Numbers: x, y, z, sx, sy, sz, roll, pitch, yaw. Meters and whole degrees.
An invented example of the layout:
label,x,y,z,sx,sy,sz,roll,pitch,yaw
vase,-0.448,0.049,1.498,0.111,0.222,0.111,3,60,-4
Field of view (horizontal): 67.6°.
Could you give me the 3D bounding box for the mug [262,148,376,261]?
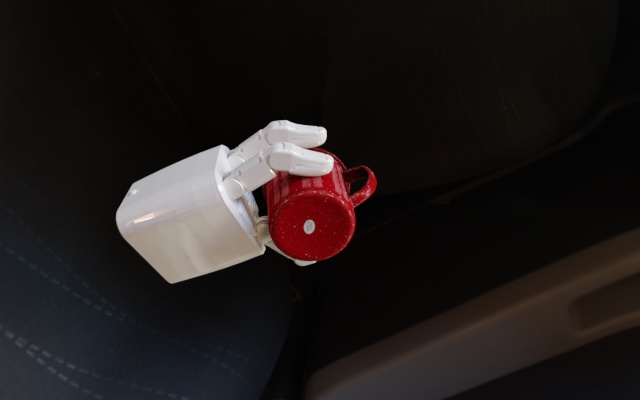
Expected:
label,x,y,z,sx,sy,sz,roll,pitch,yaw
mug,0.001,0.001,0.470,0.117,0.093,0.081,-21,30,6
